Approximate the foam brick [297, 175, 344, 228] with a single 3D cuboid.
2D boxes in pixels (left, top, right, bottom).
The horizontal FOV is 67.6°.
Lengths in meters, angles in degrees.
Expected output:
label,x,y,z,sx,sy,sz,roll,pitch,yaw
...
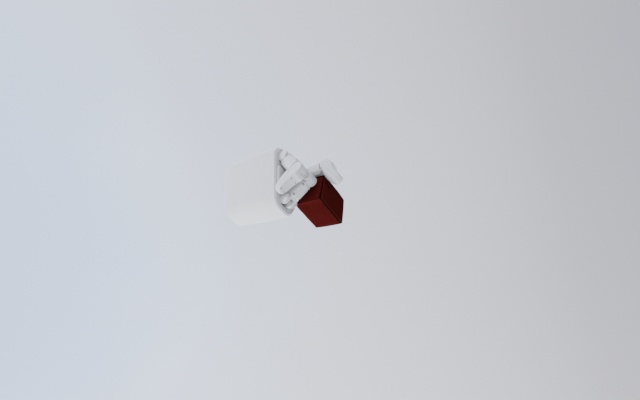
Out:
label,x,y,z,sx,sy,sz,roll,pitch,yaw
foam brick,0.000,0.003,0.825,0.051,0.053,0.078,-14,-43,26
